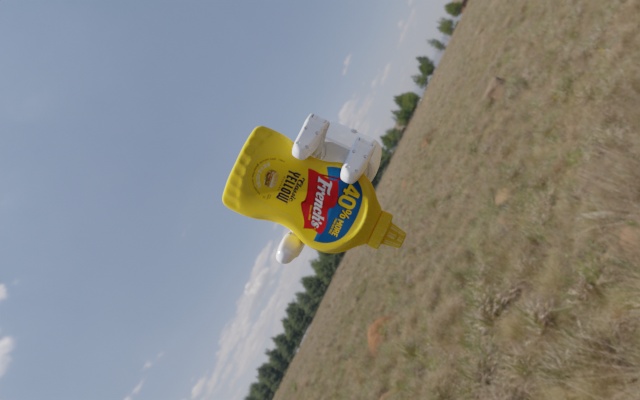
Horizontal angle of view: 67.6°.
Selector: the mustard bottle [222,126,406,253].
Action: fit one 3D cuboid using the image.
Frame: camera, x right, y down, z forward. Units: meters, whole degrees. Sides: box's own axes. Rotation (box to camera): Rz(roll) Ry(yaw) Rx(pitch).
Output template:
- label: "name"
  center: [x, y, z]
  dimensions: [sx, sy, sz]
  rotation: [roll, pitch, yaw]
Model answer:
- label: "mustard bottle"
  center: [0.000, 0.002, 0.507]
  dimensions: [0.191, 0.096, 0.058]
  rotation: [25, -1, 5]
